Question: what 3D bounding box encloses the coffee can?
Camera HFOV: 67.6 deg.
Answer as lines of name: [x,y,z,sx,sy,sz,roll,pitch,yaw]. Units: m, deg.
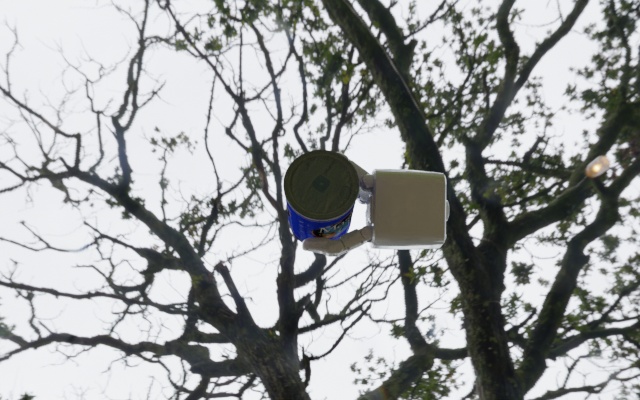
coffee can: [0.000,0.002,0.702,0.103,0.102,0.140,0,-21,-1]
